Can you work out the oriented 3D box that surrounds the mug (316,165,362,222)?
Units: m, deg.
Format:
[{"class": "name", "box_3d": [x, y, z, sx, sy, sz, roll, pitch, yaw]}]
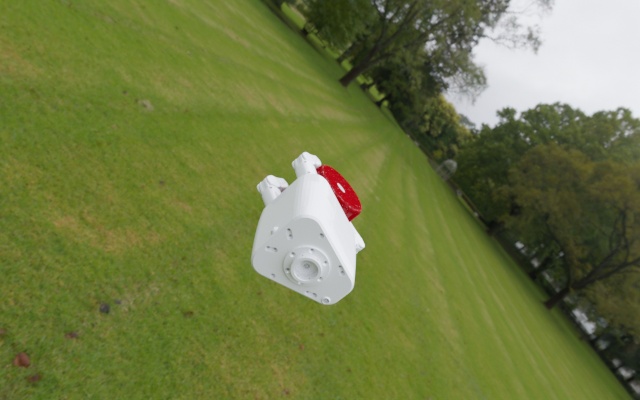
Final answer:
[{"class": "mug", "box_3d": [0.000, 0.001, 0.643, 0.081, 0.093, 0.117, -39, 19, 19]}]
